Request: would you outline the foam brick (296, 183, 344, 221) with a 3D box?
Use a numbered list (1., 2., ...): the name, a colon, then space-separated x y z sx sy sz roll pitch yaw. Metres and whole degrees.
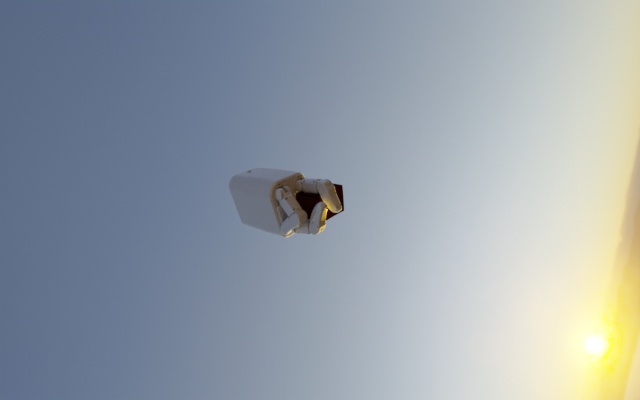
1. foam brick: 0.000 0.003 0.863 0.051 0.053 0.078 10 23 34
